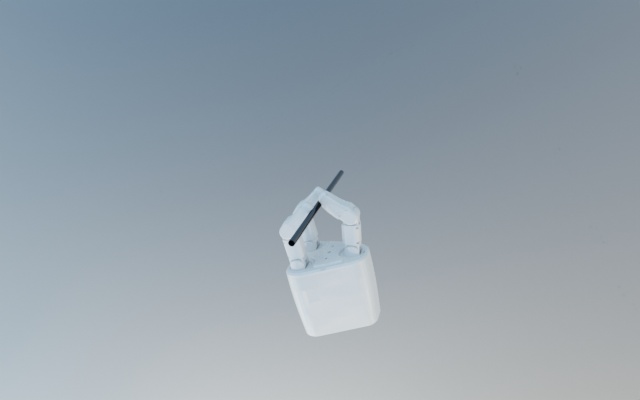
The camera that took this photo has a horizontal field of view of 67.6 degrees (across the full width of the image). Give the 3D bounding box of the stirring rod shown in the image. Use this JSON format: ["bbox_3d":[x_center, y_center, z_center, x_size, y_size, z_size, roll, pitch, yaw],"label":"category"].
[{"bbox_3d":[0.000,0.002,0.637,0.011,0.011,0.239,0,22,17],"label":"stirring rod"}]
